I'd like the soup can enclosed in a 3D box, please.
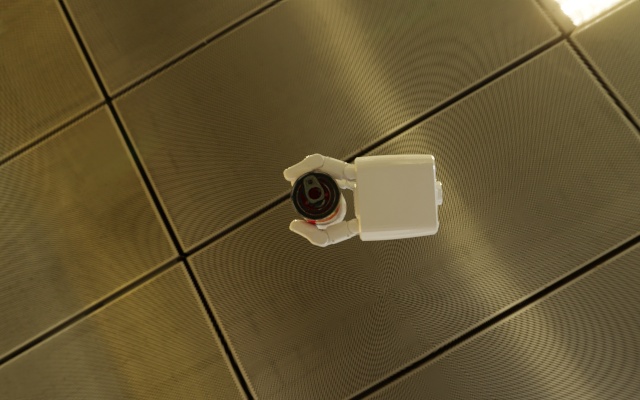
[{"bbox_3d":[0.000,0.002,0.681,0.068,0.068,0.102,0,-11,8],"label":"soup can"}]
